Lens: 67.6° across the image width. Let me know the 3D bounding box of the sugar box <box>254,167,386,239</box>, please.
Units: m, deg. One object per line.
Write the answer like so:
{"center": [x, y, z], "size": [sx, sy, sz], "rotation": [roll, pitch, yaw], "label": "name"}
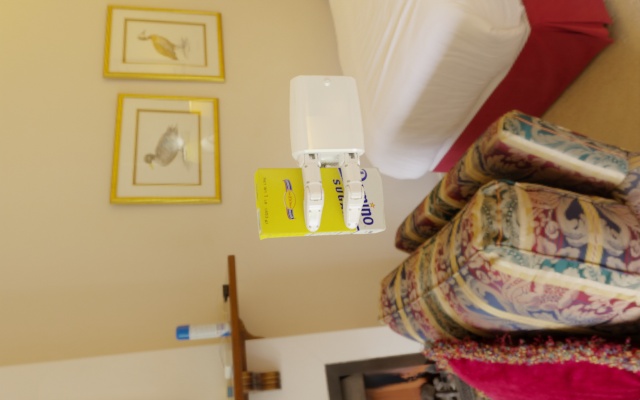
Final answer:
{"center": [0.000, 0.002, 0.665], "size": [0.176, 0.093, 0.048], "rotation": [-3, -10, -13], "label": "sugar box"}
